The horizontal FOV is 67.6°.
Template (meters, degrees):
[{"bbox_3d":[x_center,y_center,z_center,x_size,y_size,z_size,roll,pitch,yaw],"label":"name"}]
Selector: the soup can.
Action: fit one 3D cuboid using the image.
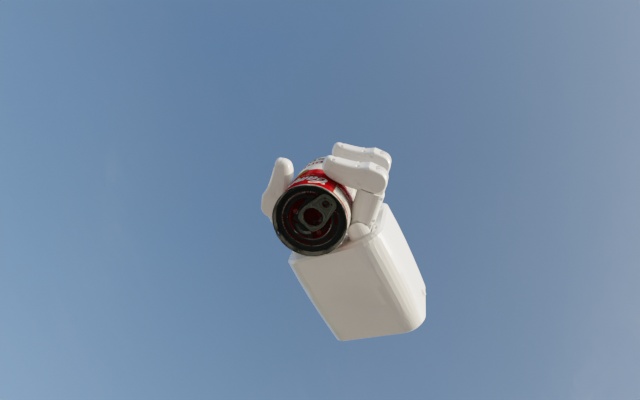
[{"bbox_3d":[0.000,0.001,0.463,0.068,0.068,0.102,0,20,12],"label":"soup can"}]
